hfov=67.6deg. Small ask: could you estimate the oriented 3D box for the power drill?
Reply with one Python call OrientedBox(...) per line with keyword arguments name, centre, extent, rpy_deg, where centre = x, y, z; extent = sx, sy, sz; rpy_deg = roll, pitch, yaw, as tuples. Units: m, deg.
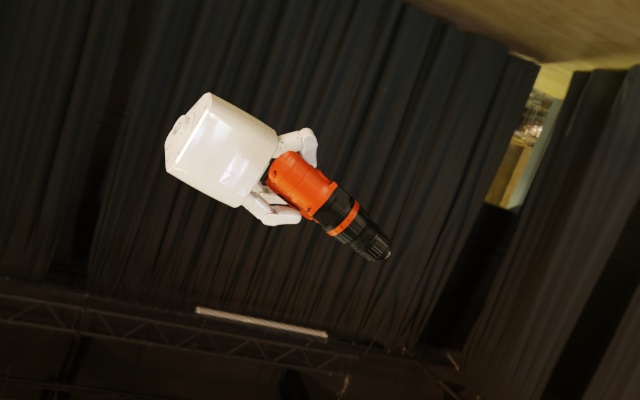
OrientedBox(name="power drill", centre=(0.000, 0.002, 0.643), extent=(0.184, 0.057, 0.187), rpy_deg=(43, -6, -16))
